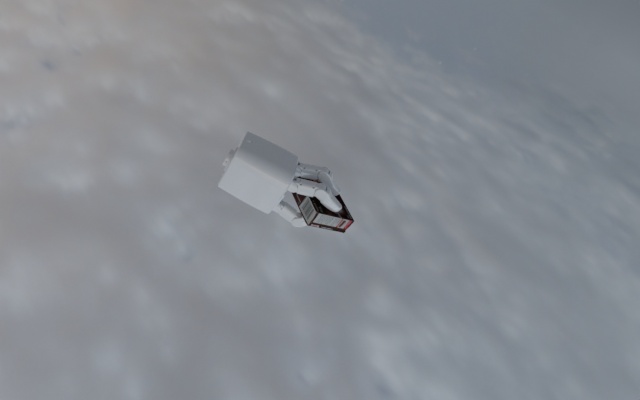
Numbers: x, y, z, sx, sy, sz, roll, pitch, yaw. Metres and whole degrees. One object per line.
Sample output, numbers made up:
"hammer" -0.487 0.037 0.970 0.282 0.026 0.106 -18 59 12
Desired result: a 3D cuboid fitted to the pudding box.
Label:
"pudding box" 0.000 0.003 0.877 0.090 0.113 0.039 13 -52 -37
